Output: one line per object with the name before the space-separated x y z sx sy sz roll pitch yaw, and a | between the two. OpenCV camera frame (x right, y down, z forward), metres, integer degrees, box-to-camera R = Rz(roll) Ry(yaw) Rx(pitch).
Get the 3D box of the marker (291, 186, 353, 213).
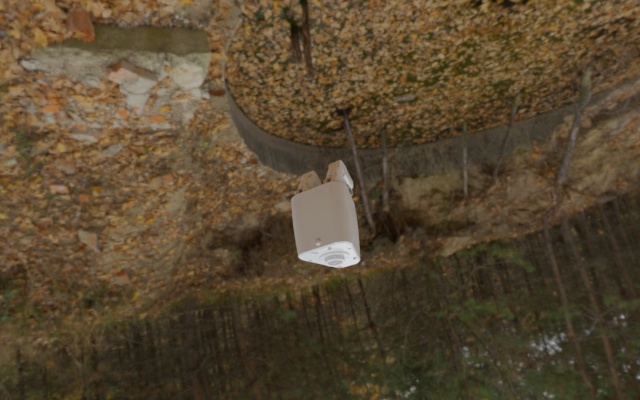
marker | 0.000 0.003 0.838 0.121 0.020 0.020 -21 -9 25
